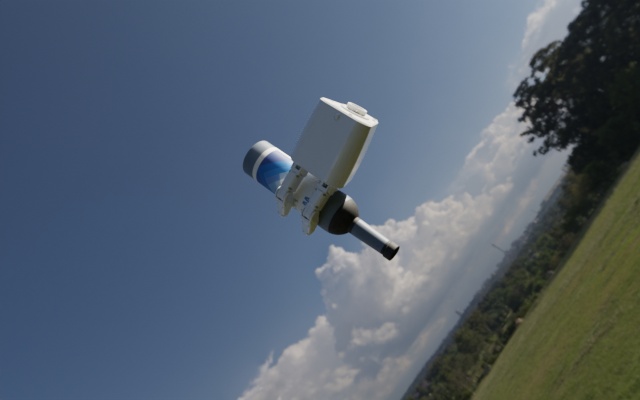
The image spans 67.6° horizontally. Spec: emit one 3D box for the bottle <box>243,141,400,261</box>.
[{"bbox_3d":[0.000,0.002,0.775,0.295,0.069,0.069,35,15,22],"label":"bottle"}]
